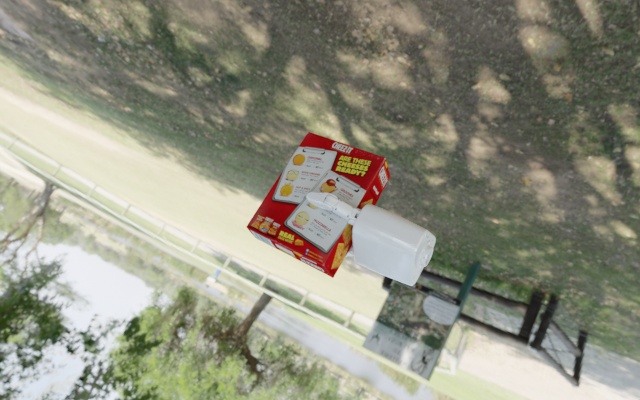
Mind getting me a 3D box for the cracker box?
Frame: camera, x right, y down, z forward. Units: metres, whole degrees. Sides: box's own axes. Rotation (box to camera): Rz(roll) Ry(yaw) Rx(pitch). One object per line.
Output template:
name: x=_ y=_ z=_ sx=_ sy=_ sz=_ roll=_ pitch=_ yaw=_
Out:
cracker box: x=0.000 y=0.003 z=0.832 sx=0.164 sy=0.213 sz=0.072 roll=23 pitch=-20 yaw=26
